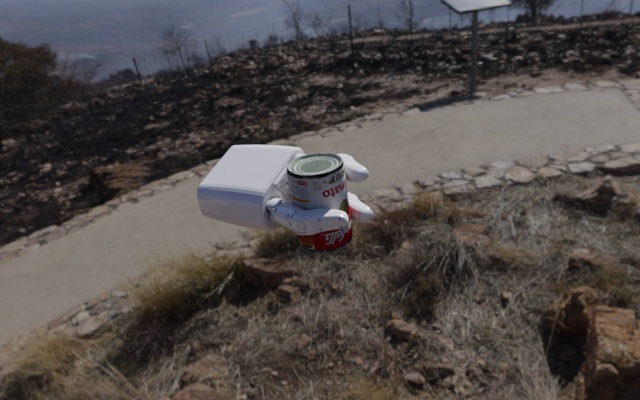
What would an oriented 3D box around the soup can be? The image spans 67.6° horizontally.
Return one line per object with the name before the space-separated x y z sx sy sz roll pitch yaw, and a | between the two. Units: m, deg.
soup can | 0.000 0.002 0.567 0.068 0.102 0.068 -7 27 3
